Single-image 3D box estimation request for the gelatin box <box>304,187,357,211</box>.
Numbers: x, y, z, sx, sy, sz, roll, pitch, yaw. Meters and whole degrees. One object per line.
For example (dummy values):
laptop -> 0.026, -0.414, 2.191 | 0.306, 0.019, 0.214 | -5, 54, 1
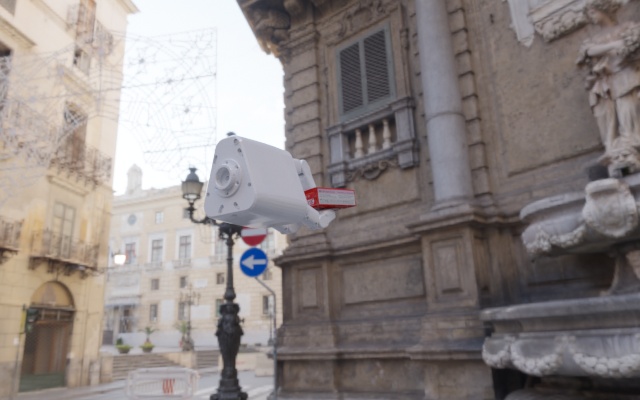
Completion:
gelatin box -> 0.000, 0.002, 0.754 | 0.089, 0.030, 0.073 | 1, -13, -45
